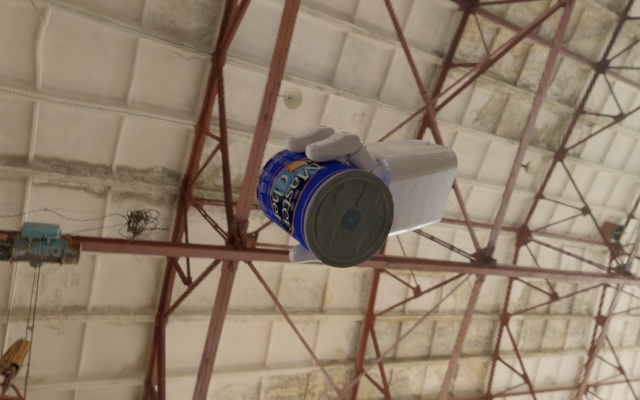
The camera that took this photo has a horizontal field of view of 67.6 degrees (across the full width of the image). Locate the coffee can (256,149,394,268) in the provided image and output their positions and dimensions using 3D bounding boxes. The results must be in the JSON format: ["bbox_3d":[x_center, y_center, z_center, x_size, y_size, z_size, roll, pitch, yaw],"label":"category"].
[{"bbox_3d":[0.000,0.002,0.534,0.103,0.103,0.140,0,15,-28],"label":"coffee can"}]
